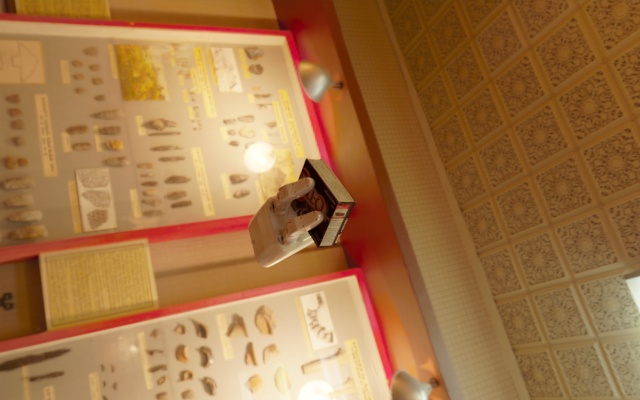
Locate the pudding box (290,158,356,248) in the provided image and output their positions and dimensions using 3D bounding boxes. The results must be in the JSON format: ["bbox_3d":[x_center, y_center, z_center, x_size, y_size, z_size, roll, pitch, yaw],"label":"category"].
[{"bbox_3d":[0.000,0.002,0.734,0.039,0.090,0.113,-5,41,-34],"label":"pudding box"}]
